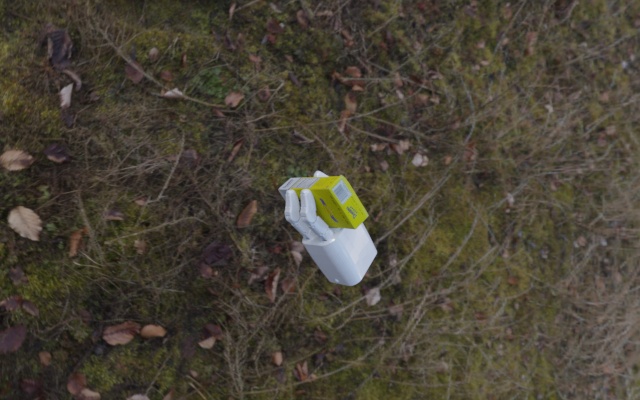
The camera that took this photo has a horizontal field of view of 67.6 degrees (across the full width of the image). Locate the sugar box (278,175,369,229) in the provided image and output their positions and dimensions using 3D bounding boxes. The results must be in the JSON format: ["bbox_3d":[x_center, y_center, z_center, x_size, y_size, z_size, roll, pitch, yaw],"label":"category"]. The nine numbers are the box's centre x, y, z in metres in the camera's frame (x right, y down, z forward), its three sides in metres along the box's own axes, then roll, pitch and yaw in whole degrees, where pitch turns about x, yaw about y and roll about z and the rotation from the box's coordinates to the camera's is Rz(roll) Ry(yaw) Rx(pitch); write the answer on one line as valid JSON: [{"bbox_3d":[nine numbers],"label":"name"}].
[{"bbox_3d":[0.000,0.003,0.884,0.048,0.093,0.176,-44,23,-28],"label":"sugar box"}]
